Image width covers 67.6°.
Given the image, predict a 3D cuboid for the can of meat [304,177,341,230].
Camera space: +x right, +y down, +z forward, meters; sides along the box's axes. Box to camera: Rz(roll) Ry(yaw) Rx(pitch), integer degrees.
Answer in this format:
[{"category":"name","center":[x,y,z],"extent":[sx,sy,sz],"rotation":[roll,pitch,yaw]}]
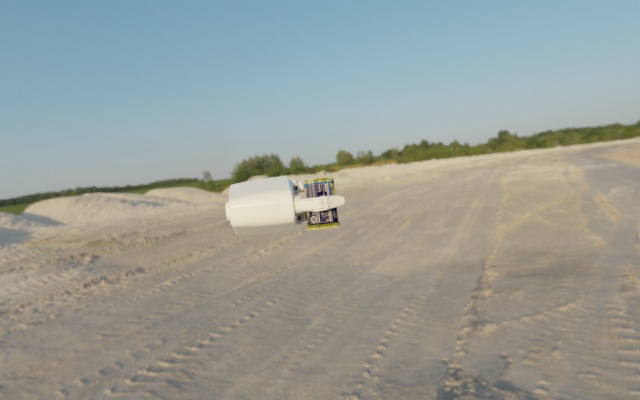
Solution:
[{"category":"can of meat","center":[0.000,0.002,0.841],"extent":[0.057,0.084,0.102],"rotation":[-7,4,-2]}]
